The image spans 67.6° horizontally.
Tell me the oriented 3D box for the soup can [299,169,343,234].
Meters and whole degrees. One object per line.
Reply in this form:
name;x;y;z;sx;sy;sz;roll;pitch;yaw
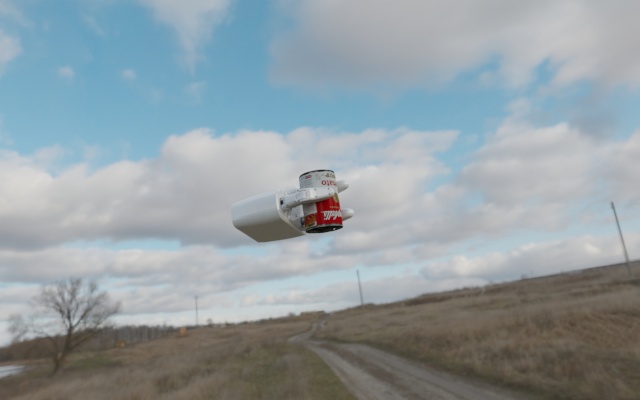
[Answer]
soup can;0.000;0.002;0.853;0.068;0.102;0.068;-8;-13;-2
